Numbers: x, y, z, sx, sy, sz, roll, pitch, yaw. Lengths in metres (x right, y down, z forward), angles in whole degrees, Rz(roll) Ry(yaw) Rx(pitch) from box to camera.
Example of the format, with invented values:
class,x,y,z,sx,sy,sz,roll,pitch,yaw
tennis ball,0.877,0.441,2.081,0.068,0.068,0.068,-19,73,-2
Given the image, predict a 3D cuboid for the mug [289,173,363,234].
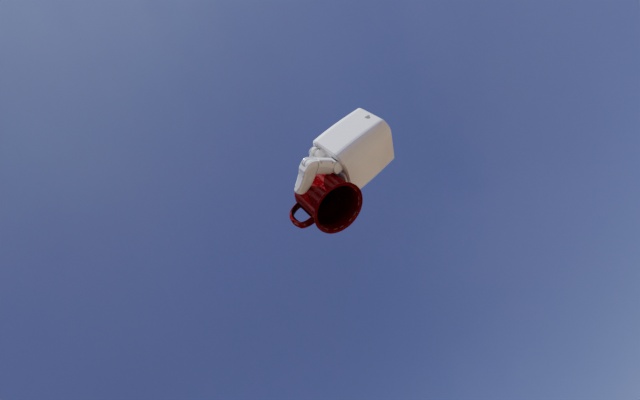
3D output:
class,x,y,z,sx,sy,sz,roll,pitch,yaw
mug,-0.001,0.003,0.792,0.117,0.093,0.081,-38,42,-11
